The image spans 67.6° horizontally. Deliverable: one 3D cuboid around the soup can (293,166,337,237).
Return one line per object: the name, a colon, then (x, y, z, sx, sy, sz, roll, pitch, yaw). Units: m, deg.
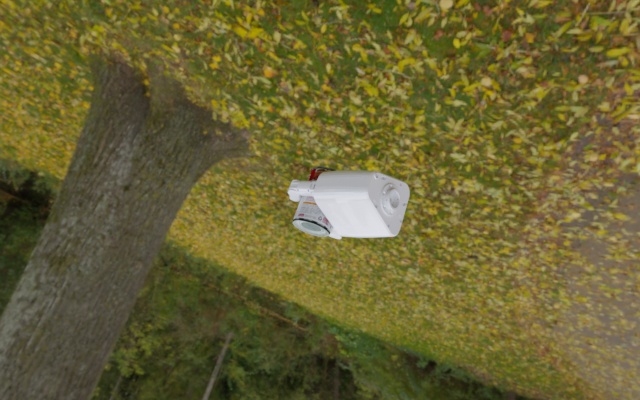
soup can: (0.000, 0.003, 0.813, 0.068, 0.102, 0.068, 17, -20, 7)
